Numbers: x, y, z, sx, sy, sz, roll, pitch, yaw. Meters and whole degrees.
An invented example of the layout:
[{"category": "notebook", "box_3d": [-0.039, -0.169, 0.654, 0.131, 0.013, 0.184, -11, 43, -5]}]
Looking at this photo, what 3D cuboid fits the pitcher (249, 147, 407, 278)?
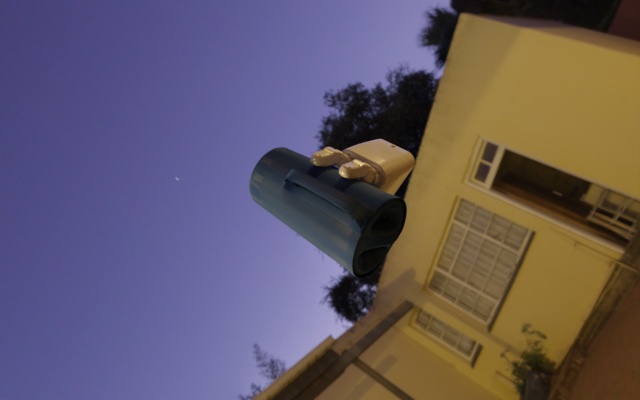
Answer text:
[{"category": "pitcher", "box_3d": [0.000, 0.002, 0.747, 0.242, 0.149, 0.145, 30, 36, 30]}]
